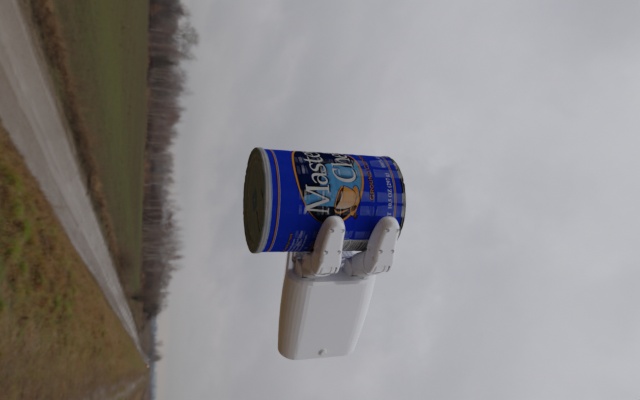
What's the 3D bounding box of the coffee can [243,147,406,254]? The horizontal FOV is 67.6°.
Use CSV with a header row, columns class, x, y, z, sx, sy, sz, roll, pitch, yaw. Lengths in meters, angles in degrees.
class,x,y,z,sx,sy,sz,roll,pitch,yaw
coffee can,0.000,0.001,0.484,0.140,0.103,0.103,2,-1,-19
